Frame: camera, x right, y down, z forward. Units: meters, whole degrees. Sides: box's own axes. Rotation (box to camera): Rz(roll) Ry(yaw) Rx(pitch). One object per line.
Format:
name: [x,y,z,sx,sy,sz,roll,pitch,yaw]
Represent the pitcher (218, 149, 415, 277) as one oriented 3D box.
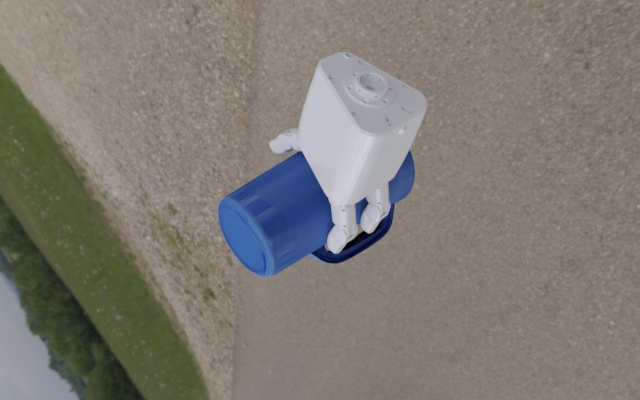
pitcher: [0.000,0.002,0.614,0.242,0.149,0.145,-32,-19,-31]
